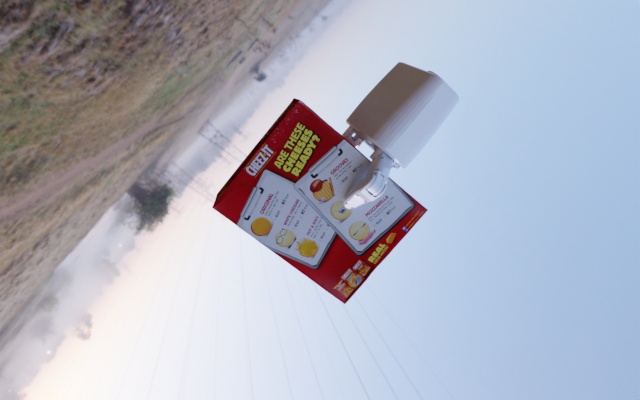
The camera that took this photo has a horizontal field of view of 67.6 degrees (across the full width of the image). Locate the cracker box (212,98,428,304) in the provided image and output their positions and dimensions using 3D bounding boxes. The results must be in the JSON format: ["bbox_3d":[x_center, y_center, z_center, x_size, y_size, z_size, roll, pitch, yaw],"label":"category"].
[{"bbox_3d":[0.000,0.002,0.605,0.214,0.164,0.072,38,6,-16],"label":"cracker box"}]
